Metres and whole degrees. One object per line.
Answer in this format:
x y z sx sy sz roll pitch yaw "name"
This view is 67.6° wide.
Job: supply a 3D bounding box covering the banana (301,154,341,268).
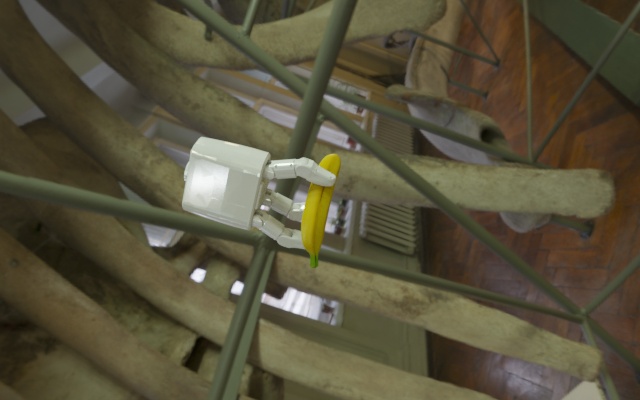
0.000 -0.004 0.711 0.037 0.197 0.070 12 -29 4 "banana"
